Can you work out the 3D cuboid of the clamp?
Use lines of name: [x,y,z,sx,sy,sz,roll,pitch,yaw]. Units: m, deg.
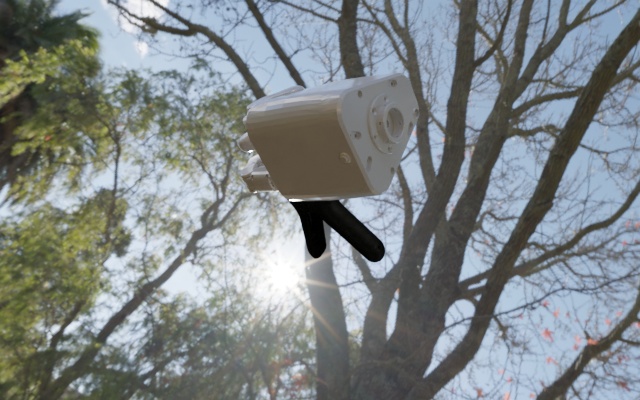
clamp: [0.000,0.001,0.511,0.120,0.171,0.039,0,38,43]
